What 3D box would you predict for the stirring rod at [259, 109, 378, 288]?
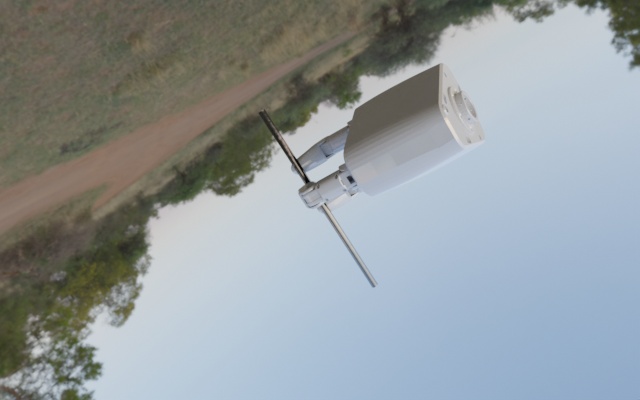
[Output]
[{"bbox_3d":[0.000,0.002,0.541,0.011,0.239,0.011,-32,11,7],"label":"stirring rod"}]
